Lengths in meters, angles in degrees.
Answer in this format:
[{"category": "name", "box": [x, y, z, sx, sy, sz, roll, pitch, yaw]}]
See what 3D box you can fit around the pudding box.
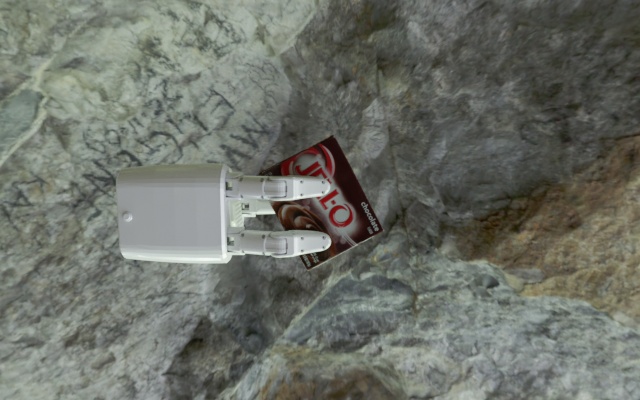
[{"category": "pudding box", "box": [0.000, 0.002, 0.496, 0.090, 0.113, 0.039, -28, 7, 4]}]
